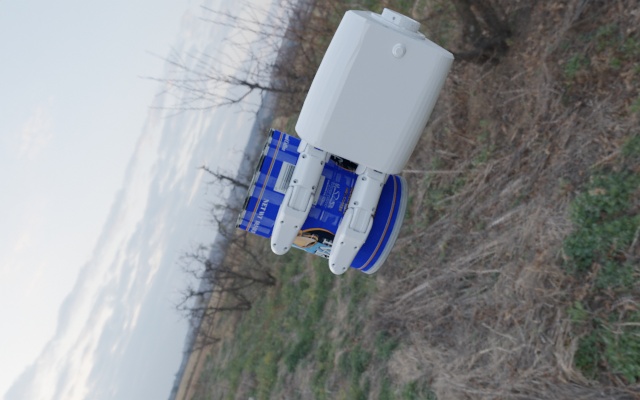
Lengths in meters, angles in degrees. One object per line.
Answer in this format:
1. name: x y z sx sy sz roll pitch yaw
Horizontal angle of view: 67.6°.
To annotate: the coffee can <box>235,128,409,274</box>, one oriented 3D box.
1. coffee can: 0.000 0.002 0.469 0.140 0.103 0.103 20 -3 -9
